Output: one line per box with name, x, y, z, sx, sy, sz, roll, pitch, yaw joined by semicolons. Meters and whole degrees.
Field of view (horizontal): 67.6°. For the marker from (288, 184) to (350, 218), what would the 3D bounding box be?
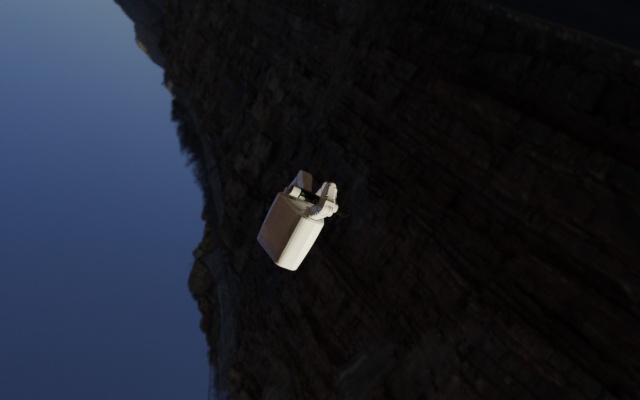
marker;0.000;0.003;0.843;0.121;0.020;0.020;24;-10;-23
